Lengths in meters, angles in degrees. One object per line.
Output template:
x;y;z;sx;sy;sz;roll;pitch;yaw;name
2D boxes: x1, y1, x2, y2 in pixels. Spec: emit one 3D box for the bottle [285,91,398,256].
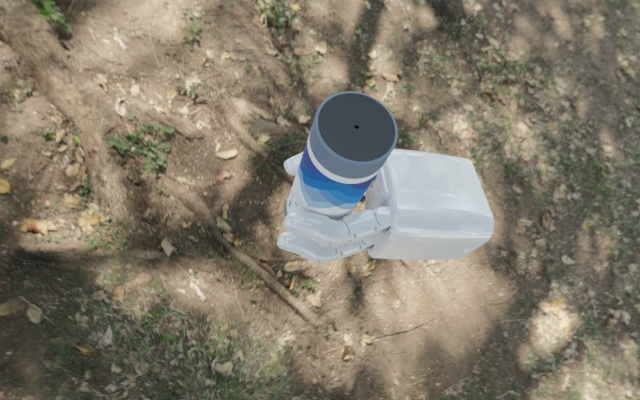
0.000;0.002;0.499;0.069;0.069;0.296;0;-24;-12;bottle
